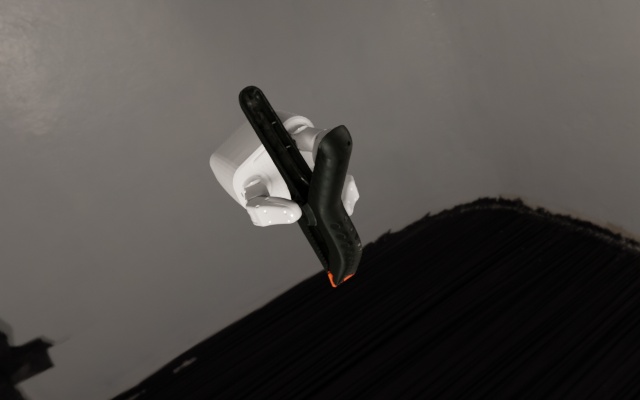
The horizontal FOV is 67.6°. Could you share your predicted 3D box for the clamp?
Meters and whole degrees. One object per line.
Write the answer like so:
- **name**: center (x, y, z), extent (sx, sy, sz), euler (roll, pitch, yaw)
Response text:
- **clamp**: center (-0.001, 0.002, 0.433), extent (0.036, 0.210, 0.164), euler (-31, 29, -17)
